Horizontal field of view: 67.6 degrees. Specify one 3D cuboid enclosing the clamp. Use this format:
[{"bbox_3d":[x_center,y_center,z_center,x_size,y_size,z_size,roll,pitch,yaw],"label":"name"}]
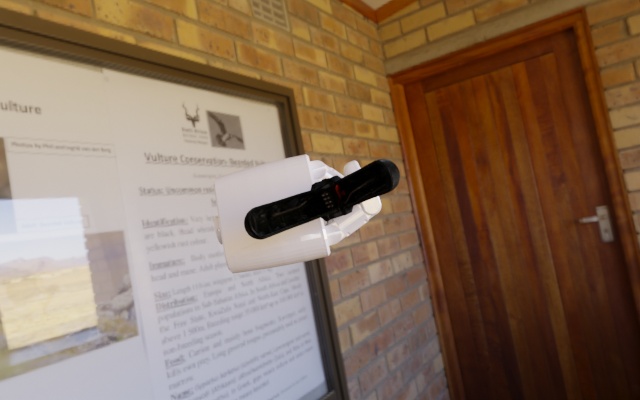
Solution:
[{"bbox_3d":[0.000,0.001,0.416,0.120,0.039,0.171,-15,-4,0],"label":"clamp"}]
